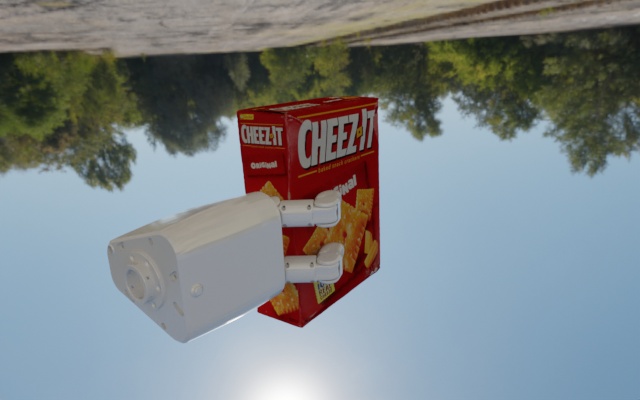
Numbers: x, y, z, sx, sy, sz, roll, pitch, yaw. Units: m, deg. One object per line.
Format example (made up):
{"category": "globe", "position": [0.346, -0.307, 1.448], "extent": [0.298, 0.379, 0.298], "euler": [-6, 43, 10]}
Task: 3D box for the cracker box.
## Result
{"category": "cracker box", "position": [0.000, 0.002, 0.517], "extent": [0.072, 0.214, 0.164], "euler": [10, 20, 35]}
